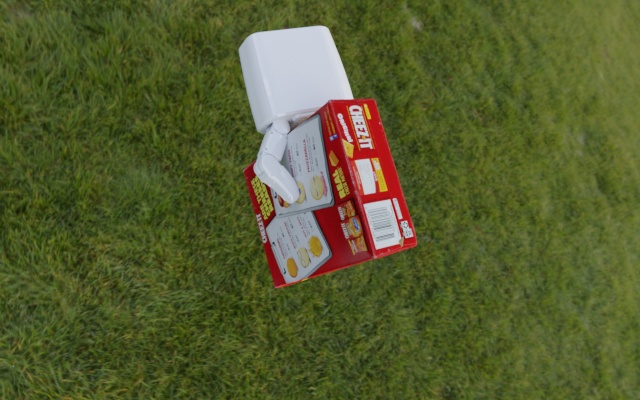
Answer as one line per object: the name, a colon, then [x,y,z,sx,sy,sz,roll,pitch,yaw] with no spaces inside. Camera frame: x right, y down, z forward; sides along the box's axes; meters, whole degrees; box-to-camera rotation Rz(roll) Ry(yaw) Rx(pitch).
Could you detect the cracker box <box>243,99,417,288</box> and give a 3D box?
cracker box: [0.000,0.002,0.558,0.072,0.164,0.214,-10,-11,-35]
